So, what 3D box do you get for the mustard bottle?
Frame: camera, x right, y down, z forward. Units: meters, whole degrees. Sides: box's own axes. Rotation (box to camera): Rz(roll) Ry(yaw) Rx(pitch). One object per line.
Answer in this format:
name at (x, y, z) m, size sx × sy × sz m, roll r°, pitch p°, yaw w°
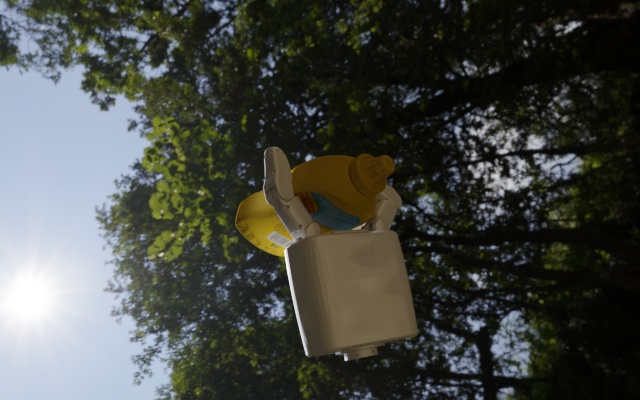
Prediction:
mustard bottle at (0.000, 0.001, 0.502) m, size 0.096 × 0.058 × 0.192 m, roll 32°, pitch -41°, yaw -29°
